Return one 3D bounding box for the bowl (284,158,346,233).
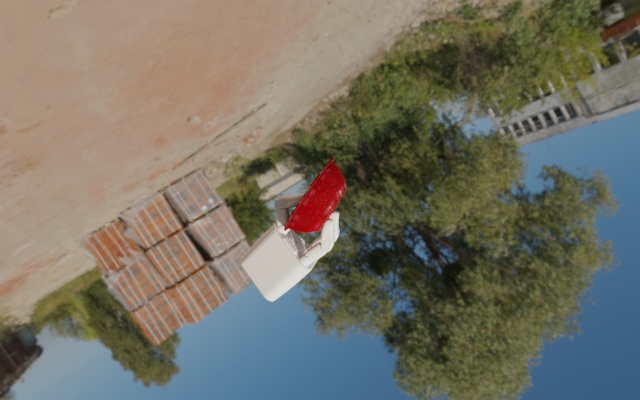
[{"bbox_3d":[0.001,0.002,0.875,0.055,0.162,0.162,34,2,3],"label":"bowl"}]
